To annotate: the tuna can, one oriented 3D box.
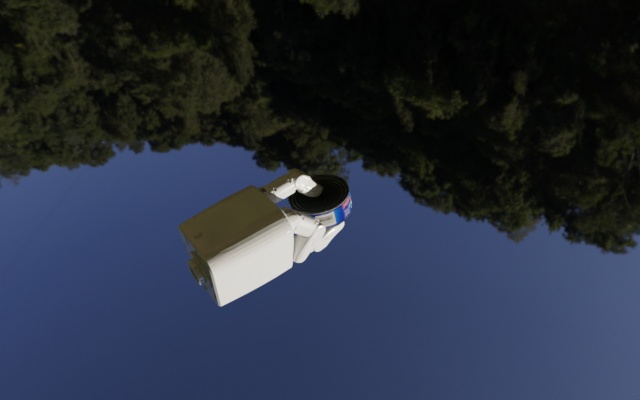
[{"bbox_3d":[0.000,0.003,0.663,0.086,0.034,0.086,-8,38,7],"label":"tuna can"}]
